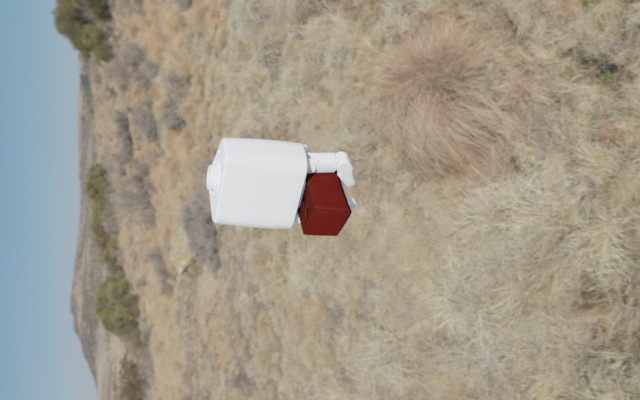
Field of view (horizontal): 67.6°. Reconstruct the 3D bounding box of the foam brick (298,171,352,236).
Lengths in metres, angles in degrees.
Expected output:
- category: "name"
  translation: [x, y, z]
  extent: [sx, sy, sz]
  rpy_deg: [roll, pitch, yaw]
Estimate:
- category: "foam brick"
  translation: [0.000, 0.002, 0.636]
  extent: [0.051, 0.078, 0.053]
  rpy_deg: [4, -44, -23]
